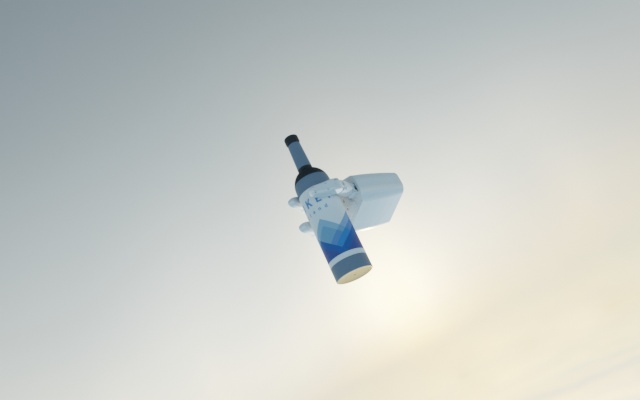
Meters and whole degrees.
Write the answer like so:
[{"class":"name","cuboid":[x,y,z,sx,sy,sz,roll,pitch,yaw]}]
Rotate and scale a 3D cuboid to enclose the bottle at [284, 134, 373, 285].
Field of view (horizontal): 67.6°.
[{"class":"bottle","cuboid":[0.000,0.003,0.850,0.069,0.295,0.069,-21,-25,-10]}]
